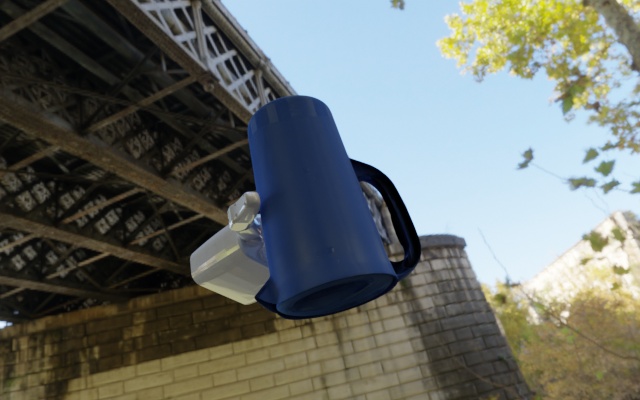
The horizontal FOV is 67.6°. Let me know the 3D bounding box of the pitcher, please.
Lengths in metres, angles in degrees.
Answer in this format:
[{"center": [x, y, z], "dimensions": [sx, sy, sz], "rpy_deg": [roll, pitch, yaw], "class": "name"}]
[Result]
[{"center": [0.000, 0.002, 0.548], "dimensions": [0.145, 0.242, 0.149], "rpy_deg": [-32, -30, 31], "class": "pitcher"}]
